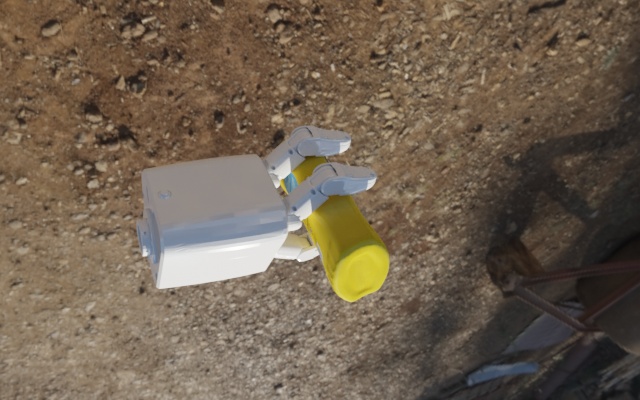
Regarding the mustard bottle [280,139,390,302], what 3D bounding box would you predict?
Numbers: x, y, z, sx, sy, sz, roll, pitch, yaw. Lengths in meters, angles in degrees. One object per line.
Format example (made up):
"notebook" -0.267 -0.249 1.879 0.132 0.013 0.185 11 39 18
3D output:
"mustard bottle" 0.000 0.002 0.482 0.058 0.191 0.096 -25 -38 -7
